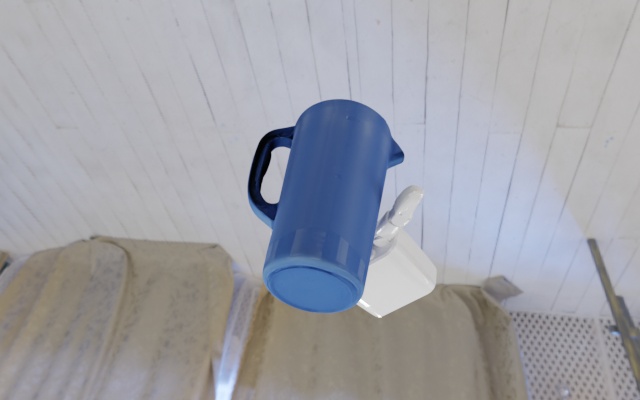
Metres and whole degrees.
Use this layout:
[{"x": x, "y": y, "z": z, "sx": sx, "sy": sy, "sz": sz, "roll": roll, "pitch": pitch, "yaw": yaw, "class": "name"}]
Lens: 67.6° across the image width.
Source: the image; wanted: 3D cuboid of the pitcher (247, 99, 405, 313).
[{"x": 0.000, "y": 0.002, "z": 0.568, "sx": 0.149, "sy": 0.242, "sz": 0.145, "roll": -23, "pitch": -52, "yaw": 35, "class": "pitcher"}]
